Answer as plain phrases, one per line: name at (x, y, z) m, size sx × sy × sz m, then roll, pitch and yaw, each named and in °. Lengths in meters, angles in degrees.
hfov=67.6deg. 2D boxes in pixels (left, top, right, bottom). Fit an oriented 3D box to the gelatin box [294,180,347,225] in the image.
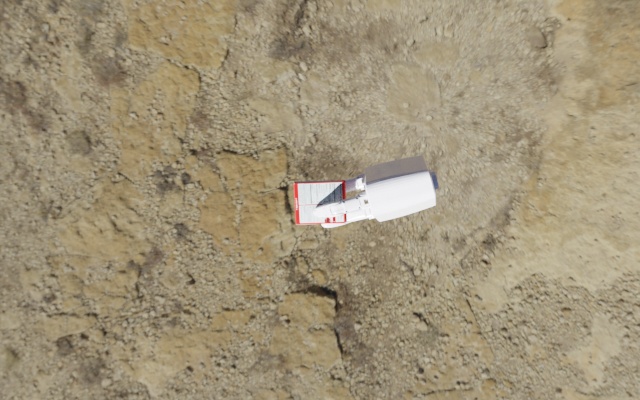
gelatin box at (0.000, 0.003, 0.824) m, size 0.089 × 0.073 × 0.030 m, roll -2°, pitch 8°, yaw 6°
